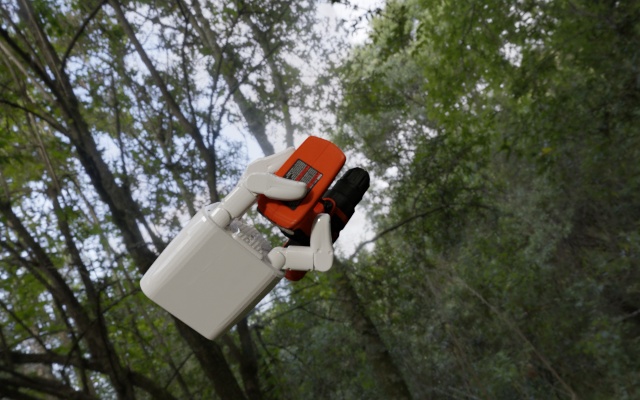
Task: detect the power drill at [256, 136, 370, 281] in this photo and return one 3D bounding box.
[{"bbox_3d":[0.000,0.002,0.580,0.057,0.184,0.188,31,-16,19],"label":"power drill"}]
